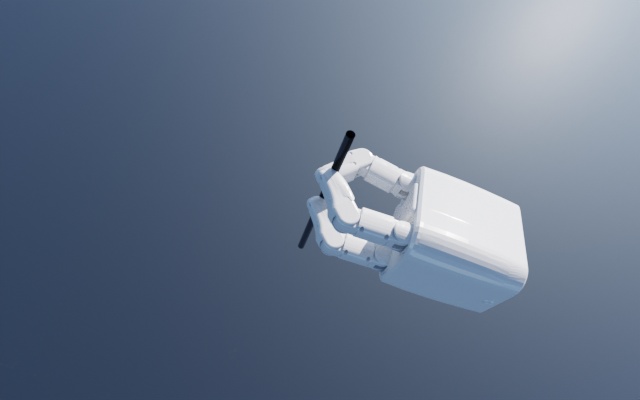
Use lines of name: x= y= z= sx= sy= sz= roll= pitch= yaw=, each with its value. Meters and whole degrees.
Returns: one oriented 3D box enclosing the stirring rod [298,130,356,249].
stirring rod: x=0.000 y=0.002 z=0.484 sx=0.011 sy=0.011 sz=0.240 roll=0 pitch=-27 yaw=-13
